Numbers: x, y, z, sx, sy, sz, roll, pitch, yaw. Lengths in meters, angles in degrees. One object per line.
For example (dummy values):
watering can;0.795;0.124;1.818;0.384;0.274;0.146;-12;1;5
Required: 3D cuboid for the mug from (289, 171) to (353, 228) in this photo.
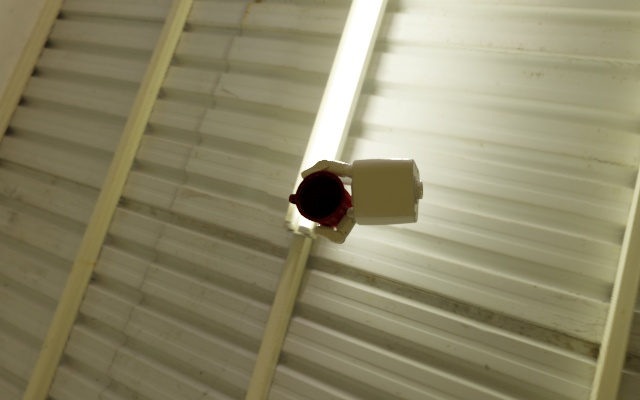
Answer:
mug;-0.001;0.003;0.865;0.117;0.093;0.081;0;-15;20
